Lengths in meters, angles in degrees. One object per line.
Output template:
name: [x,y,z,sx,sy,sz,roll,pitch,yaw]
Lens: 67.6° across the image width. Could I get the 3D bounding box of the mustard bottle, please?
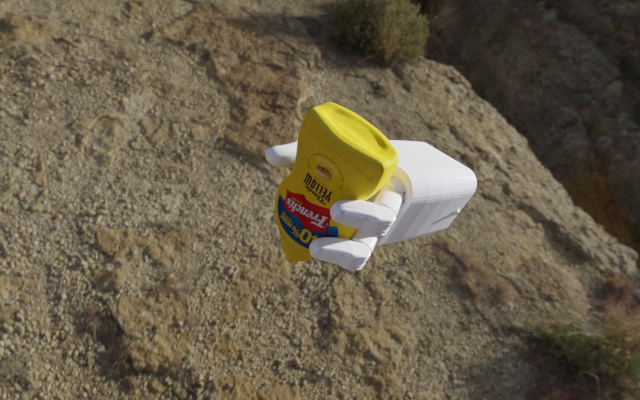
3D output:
mustard bottle: [0.000,0.002,0.495,0.096,0.192,0.058,39,42,15]
